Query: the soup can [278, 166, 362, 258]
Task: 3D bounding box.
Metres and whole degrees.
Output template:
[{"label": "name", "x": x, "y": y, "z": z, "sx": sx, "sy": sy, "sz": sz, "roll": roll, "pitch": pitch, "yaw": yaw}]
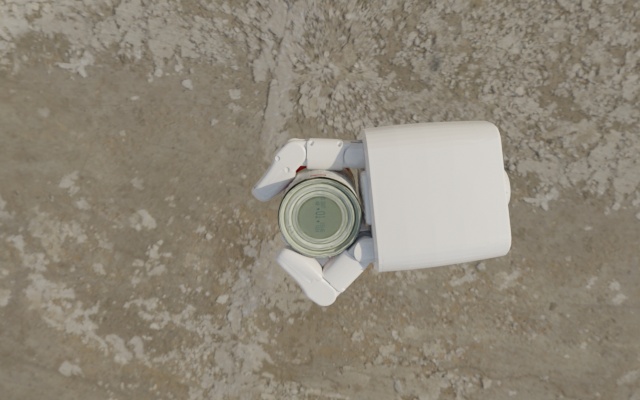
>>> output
[{"label": "soup can", "x": 0.000, "y": 0.001, "z": 0.416, "sx": 0.068, "sy": 0.068, "sz": 0.102, "roll": 0, "pitch": 15, "yaw": 0}]
